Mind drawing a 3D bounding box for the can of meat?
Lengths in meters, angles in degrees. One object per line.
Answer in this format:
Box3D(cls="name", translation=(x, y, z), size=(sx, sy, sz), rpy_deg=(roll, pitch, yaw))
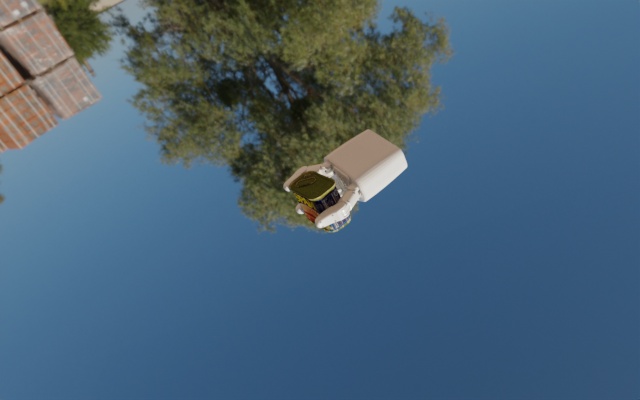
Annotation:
Box3D(cls="can of meat", translation=(0.000, 0.003, 0.857), size=(0.057, 0.084, 0.102), rpy_deg=(-39, 33, -17))
